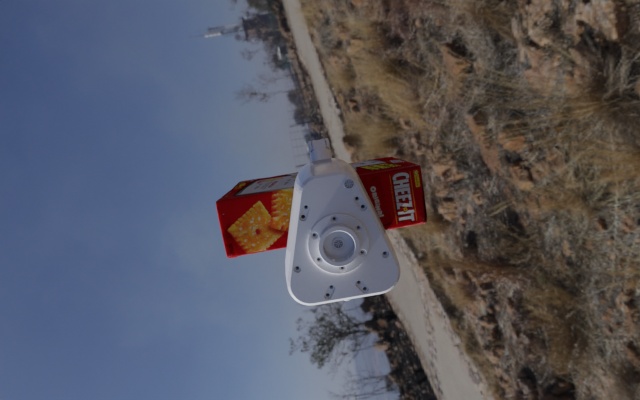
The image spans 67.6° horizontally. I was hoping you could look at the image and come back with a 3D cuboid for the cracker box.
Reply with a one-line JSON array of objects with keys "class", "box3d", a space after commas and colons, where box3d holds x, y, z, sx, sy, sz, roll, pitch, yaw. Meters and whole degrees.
[{"class": "cracker box", "box3d": [0.000, 0.002, 0.567, 0.214, 0.072, 0.164, -9, 9, 0]}]
